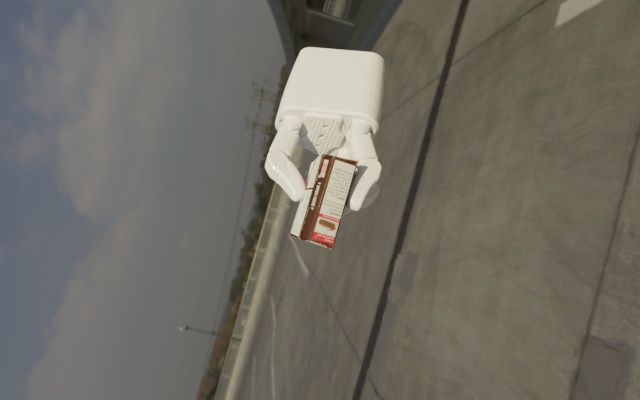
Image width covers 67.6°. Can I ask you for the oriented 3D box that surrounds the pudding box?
[{"bbox_3d":[0.000,0.002,0.506,0.039,0.090,0.113,16,-4,-6],"label":"pudding box"}]
